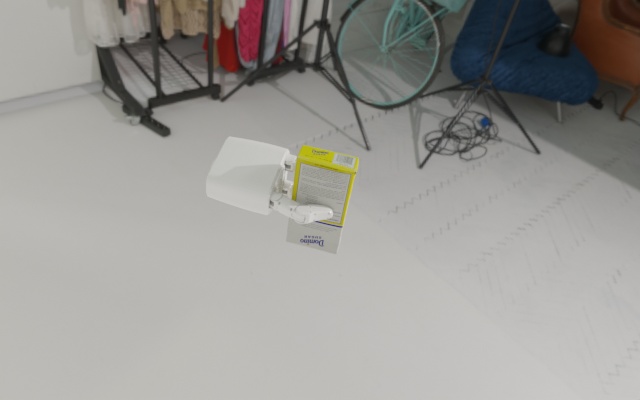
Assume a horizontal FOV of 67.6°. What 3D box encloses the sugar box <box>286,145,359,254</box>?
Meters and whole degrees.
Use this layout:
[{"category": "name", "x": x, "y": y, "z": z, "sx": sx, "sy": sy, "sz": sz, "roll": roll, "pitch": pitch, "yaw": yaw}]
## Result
[{"category": "sugar box", "x": 0.000, "y": 0.002, "z": 0.776, "sx": 0.093, "sy": 0.176, "sz": 0.048, "roll": 14, "pitch": 41, "yaw": 4}]
